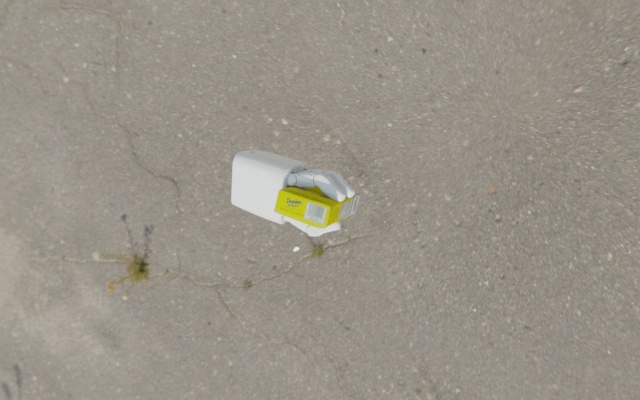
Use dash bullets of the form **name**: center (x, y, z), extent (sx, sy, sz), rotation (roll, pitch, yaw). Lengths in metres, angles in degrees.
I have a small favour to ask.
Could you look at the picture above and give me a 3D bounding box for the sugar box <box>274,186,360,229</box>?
- **sugar box**: center (0.000, 0.002, 0.834), extent (0.093, 0.048, 0.176), rotation (19, 15, 16)
